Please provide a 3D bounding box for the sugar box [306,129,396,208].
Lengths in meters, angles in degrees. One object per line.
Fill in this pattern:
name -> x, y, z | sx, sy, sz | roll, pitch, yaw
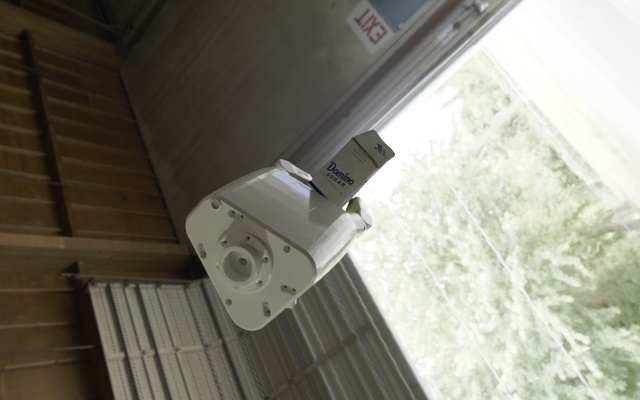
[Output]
sugar box -> 0.000, 0.002, 0.517 | 0.176, 0.048, 0.093 | -42, -3, 23
